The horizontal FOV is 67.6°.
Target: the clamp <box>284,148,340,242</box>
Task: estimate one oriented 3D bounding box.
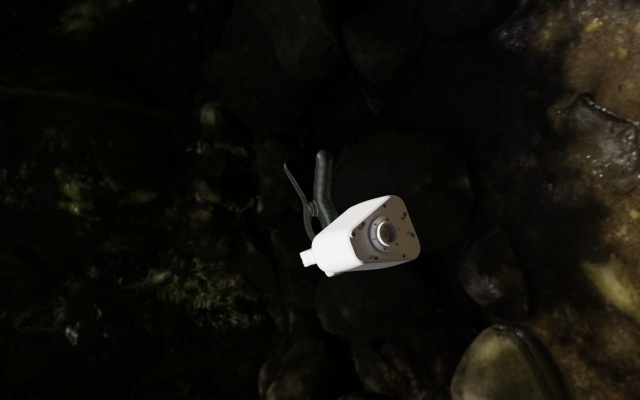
[{"bbox_3d":[0.000,0.003,0.737,0.039,0.171,0.120,-19,-3,-27],"label":"clamp"}]
